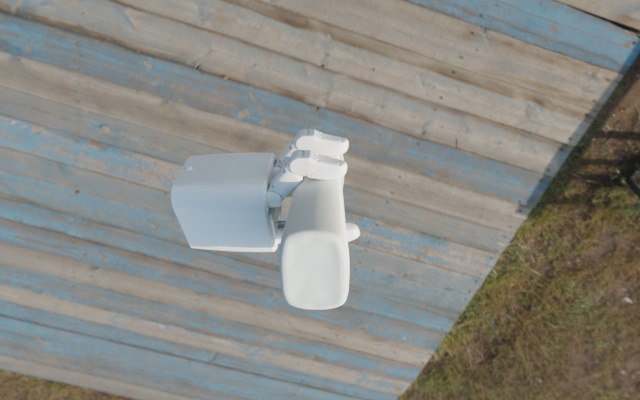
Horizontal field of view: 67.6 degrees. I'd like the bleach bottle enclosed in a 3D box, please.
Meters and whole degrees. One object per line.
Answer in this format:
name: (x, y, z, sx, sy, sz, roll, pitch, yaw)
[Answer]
bleach bottle: (0.000, 0.002, 0.558, 0.068, 0.103, 0.250, 1, 33, 3)
